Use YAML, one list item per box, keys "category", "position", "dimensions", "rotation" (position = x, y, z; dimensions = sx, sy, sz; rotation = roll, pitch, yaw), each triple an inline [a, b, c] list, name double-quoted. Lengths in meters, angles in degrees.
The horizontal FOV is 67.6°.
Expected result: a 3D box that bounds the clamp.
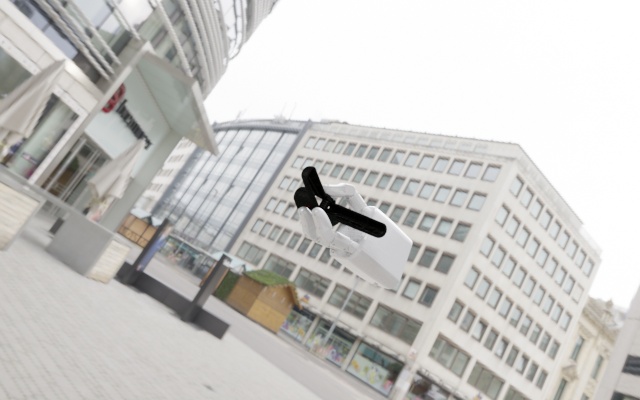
- category: "clamp"
  position: [0.000, 0.002, 0.803]
  dimensions: [0.164, 0.036, 0.210]
  rotation: [41, -17, -21]
